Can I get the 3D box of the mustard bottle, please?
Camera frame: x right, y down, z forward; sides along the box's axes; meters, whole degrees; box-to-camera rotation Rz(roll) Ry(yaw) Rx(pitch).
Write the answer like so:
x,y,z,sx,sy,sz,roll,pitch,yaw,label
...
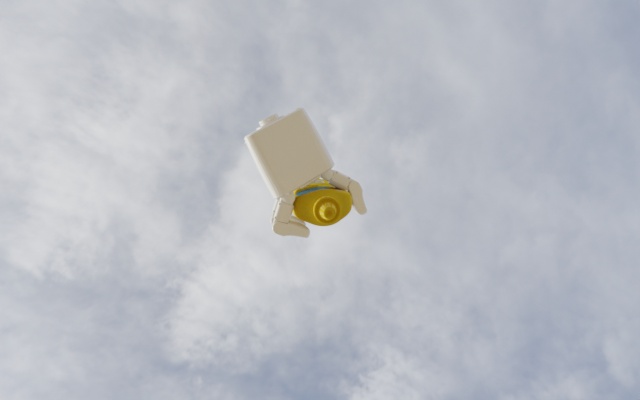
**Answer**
x,y,z,sx,sy,sz,roll,pitch,yaw,label
0.000,0.003,0.776,0.096,0.058,0.191,-4,9,-7,mustard bottle
